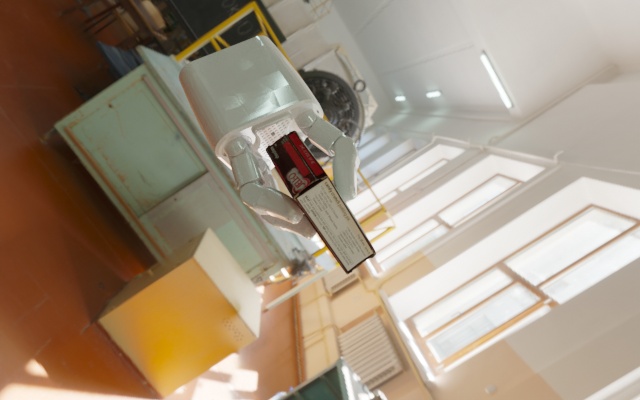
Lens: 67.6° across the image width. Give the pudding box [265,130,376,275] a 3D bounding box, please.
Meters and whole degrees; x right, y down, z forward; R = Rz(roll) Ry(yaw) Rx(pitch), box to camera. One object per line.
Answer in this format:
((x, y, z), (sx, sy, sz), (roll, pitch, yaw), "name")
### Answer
((0.000, 0.001, 0.442), (0.039, 0.114, 0.090), (-34, 39, 2), "pudding box")
